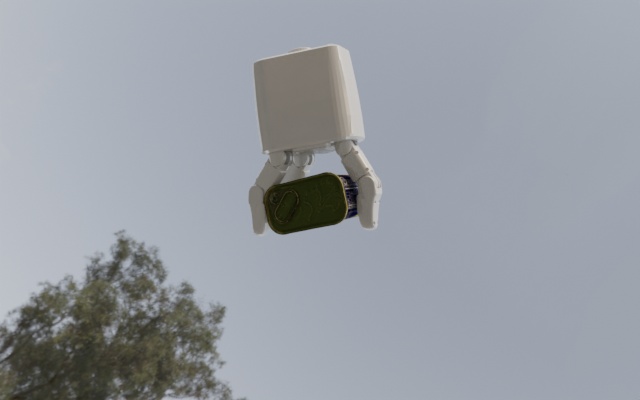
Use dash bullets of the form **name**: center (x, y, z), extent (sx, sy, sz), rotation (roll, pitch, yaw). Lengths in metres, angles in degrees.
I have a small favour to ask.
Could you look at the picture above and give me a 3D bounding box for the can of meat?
- **can of meat**: center (0.000, 0.002, 0.559), extent (0.102, 0.057, 0.084), rotation (-13, -2, 27)
